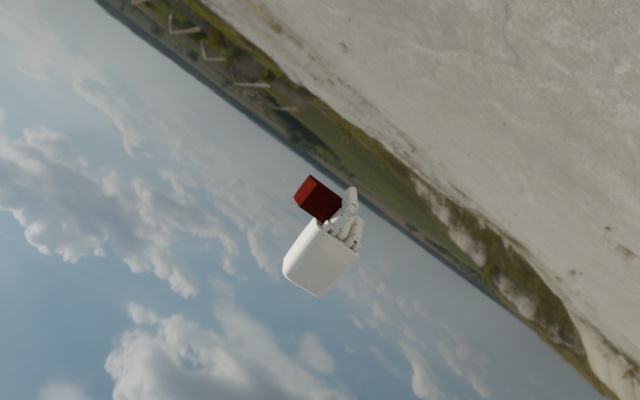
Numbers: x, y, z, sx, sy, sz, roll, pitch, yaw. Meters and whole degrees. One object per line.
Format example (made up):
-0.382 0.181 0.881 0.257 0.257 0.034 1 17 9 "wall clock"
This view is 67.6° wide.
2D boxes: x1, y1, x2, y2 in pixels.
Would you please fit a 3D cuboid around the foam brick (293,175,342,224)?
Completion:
0.000 0.002 0.833 0.078 0.051 0.053 36 8 -25 "foam brick"
